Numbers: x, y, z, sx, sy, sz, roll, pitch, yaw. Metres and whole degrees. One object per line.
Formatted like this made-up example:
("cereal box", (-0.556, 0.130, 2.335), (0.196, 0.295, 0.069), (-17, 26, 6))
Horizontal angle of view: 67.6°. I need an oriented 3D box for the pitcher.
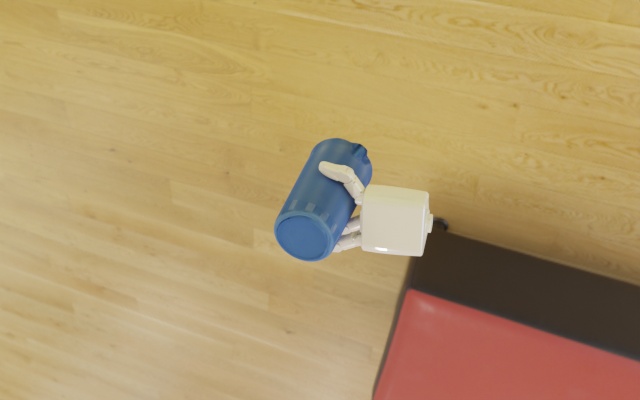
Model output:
("pitcher", (0.000, 0.003, 0.881), (0.145, 0.149, 0.242), (5, 36, 18))
